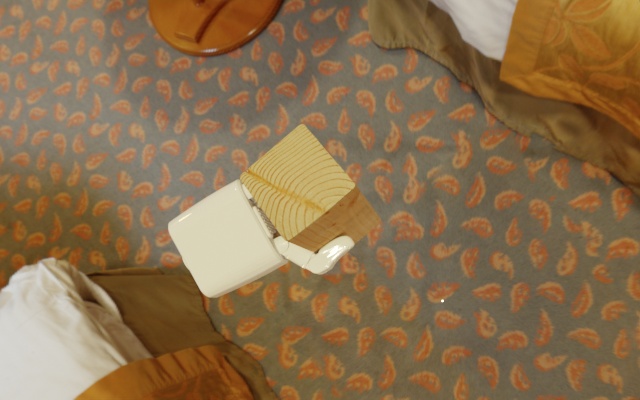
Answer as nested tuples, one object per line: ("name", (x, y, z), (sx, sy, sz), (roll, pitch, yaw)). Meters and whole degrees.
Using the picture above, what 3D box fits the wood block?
("wood block", (0.000, 0.002, 0.572), (0.090, 0.090, 0.206), (-39, -18, 4))
